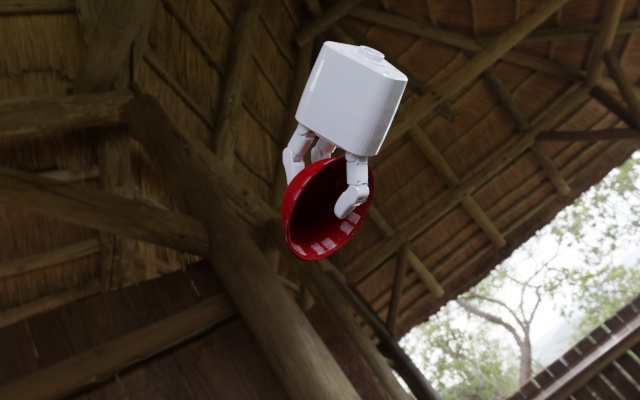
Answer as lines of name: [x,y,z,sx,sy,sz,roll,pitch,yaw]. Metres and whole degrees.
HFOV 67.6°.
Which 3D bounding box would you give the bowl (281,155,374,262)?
bowl: [-0.001,0.003,0.663,0.162,0.162,0.055,0,26,-48]
